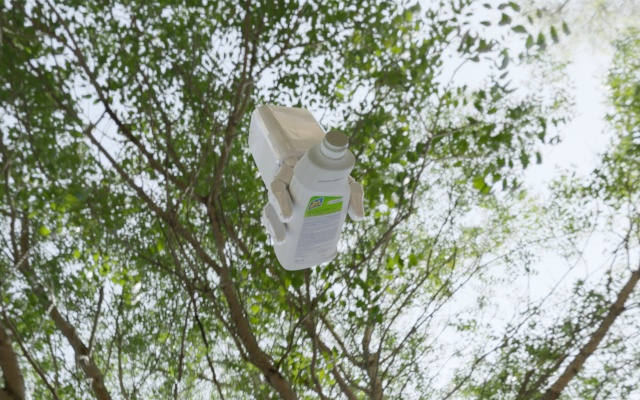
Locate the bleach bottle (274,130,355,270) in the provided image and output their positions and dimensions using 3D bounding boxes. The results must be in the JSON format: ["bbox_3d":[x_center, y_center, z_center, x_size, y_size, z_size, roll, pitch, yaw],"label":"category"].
[{"bbox_3d":[0.000,0.002,0.661,0.102,0.068,0.251,-14,-33,-25],"label":"bleach bottle"}]
